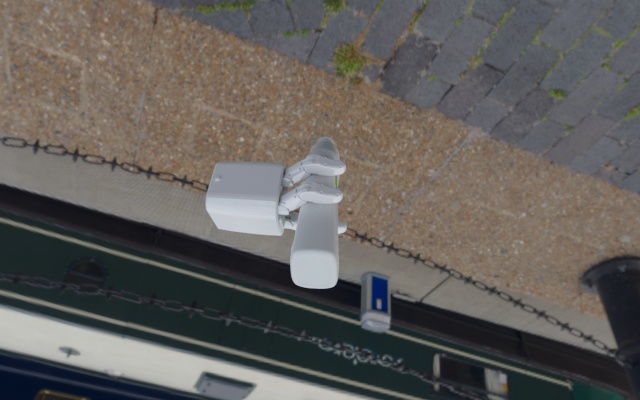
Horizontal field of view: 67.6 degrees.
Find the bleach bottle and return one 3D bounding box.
[{"bbox_3d":[0.000,0.002,0.741,0.068,0.250,0.103,3,-40,3],"label":"bleach bottle"}]
